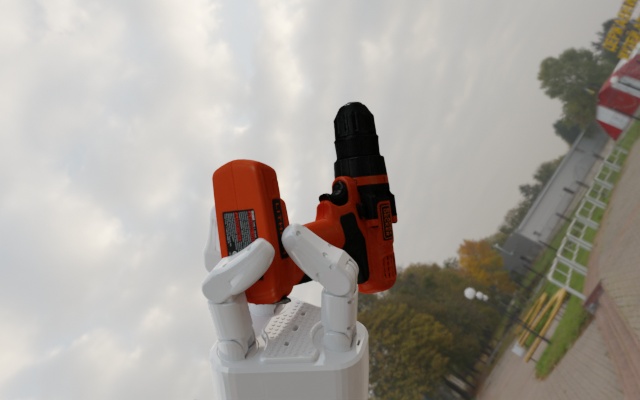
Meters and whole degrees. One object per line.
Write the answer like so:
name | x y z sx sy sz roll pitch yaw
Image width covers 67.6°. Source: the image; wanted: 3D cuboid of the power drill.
power drill | 0.000 0.002 0.407 0.057 0.184 0.187 -10 -2 40
